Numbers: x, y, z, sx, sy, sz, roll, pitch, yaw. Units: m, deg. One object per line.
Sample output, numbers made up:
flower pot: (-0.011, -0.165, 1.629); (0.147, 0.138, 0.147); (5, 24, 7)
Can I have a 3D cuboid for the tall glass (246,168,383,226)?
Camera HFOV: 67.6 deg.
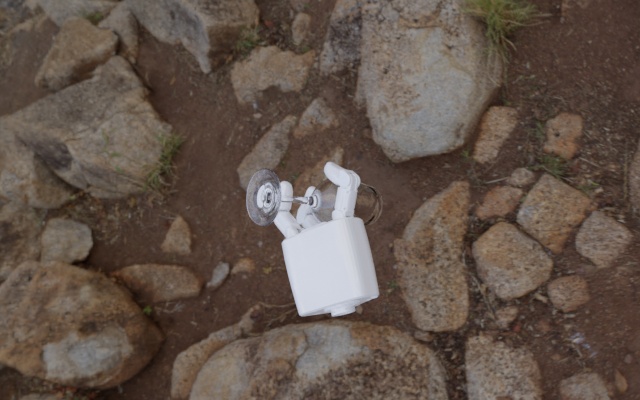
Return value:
tall glass: (0.000, 0.002, 0.673); (0.201, 0.079, 0.079); (4, -3, -42)
